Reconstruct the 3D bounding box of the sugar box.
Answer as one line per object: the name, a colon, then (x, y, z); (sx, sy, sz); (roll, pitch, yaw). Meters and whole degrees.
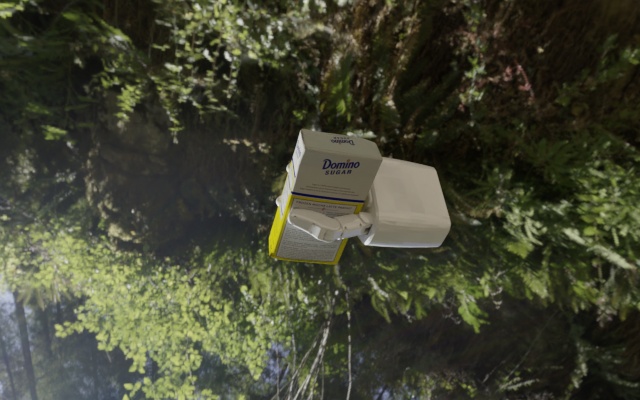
sugar box: (0.000, 0.002, 0.579); (0.093, 0.176, 0.048); (7, 37, -17)
